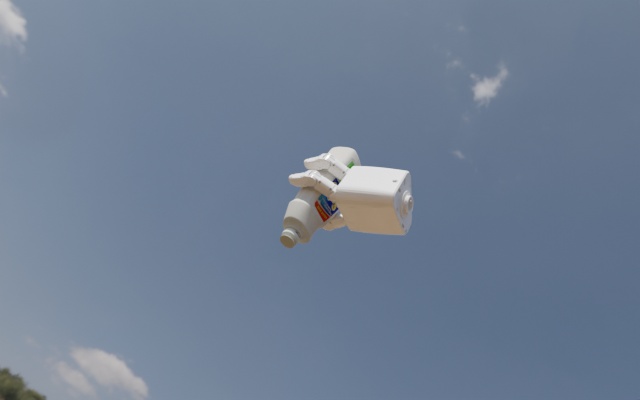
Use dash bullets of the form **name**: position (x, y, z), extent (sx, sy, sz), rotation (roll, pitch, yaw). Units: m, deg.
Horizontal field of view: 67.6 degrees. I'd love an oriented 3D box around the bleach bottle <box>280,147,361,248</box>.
- **bleach bottle**: position (0.000, 0.003, 0.884), extent (0.068, 0.103, 0.250), rotation (6, 39, 28)
